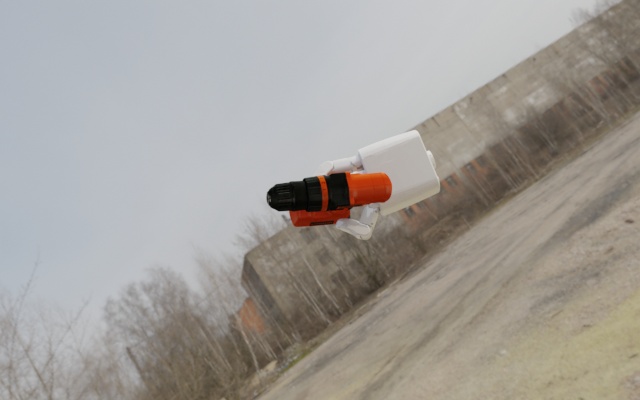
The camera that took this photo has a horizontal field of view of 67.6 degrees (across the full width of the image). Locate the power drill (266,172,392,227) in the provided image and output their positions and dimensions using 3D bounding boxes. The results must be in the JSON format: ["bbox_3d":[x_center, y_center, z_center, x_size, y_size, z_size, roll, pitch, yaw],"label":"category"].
[{"bbox_3d":[0.000,0.002,0.752,0.184,0.057,0.188,-4,-9,-13],"label":"power drill"}]
